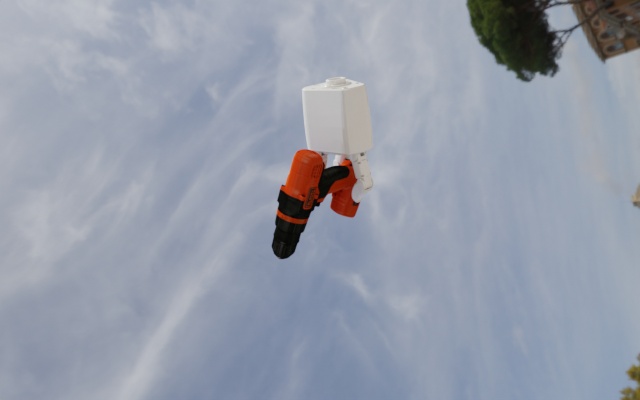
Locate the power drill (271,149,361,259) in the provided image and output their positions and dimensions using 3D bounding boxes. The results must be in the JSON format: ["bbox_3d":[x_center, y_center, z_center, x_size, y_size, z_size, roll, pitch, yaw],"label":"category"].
[{"bbox_3d":[0.000,0.002,0.806,0.057,0.184,0.187,29,22,28],"label":"power drill"}]
